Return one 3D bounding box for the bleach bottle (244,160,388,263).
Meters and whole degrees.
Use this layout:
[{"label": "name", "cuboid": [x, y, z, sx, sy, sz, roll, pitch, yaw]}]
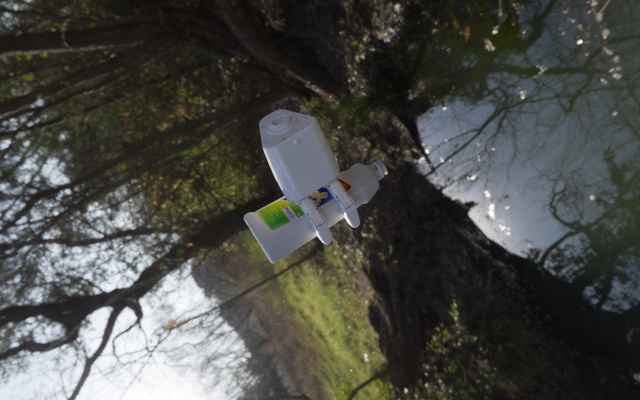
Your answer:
[{"label": "bleach bottle", "cuboid": [0.000, 0.003, 0.819, 0.251, 0.068, 0.102, -32, 40, -9]}]
